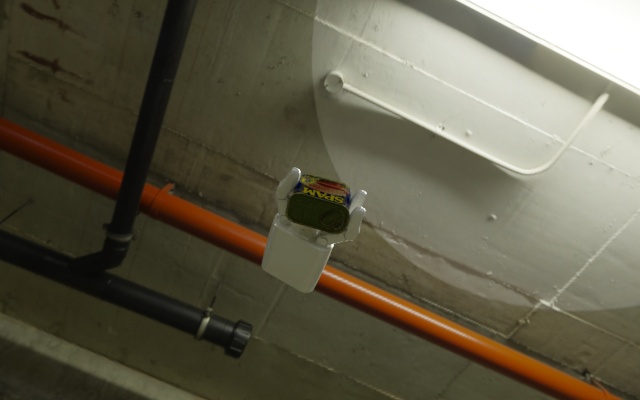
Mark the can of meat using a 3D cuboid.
[{"bbox_3d":[0.000,0.002,0.801,0.102,0.057,0.084,16,29,0],"label":"can of meat"}]
